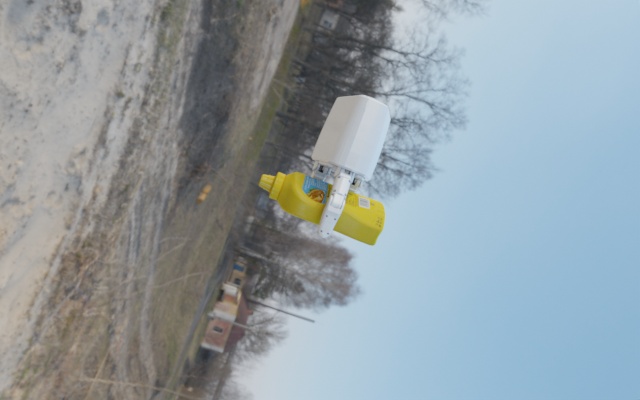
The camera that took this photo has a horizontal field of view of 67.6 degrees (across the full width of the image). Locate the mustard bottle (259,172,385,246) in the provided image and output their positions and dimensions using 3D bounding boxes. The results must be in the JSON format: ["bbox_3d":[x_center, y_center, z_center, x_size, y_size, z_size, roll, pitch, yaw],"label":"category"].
[{"bbox_3d":[0.000,0.003,0.719,0.191,0.058,0.096,21,26,-6],"label":"mustard bottle"}]
